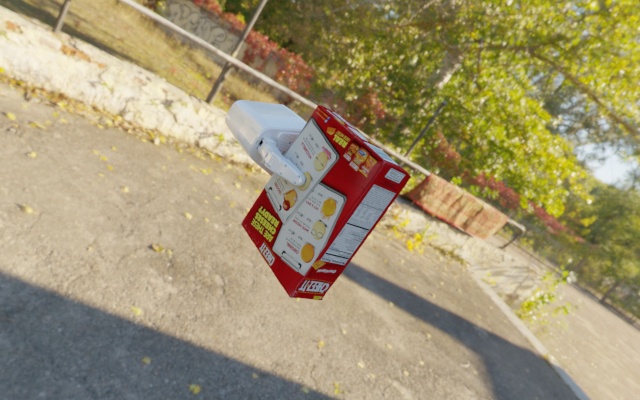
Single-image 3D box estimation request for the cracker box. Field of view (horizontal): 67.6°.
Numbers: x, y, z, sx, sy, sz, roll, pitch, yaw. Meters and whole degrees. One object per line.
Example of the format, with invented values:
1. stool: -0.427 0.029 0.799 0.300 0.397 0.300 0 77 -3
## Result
1. cracker box: 0.000 0.002 0.653 0.072 0.214 0.164 19 21 -44
